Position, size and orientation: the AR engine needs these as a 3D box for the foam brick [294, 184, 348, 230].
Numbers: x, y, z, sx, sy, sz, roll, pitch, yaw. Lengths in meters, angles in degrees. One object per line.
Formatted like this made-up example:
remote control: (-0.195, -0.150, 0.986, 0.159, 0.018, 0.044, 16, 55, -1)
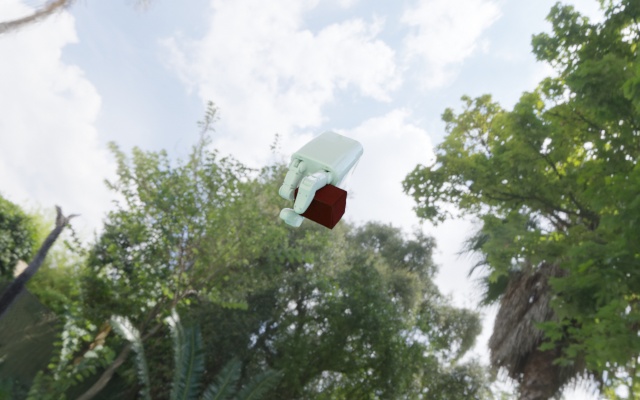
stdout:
foam brick: (0.000, 0.003, 0.811, 0.078, 0.053, 0.051, 24, 43, 23)
